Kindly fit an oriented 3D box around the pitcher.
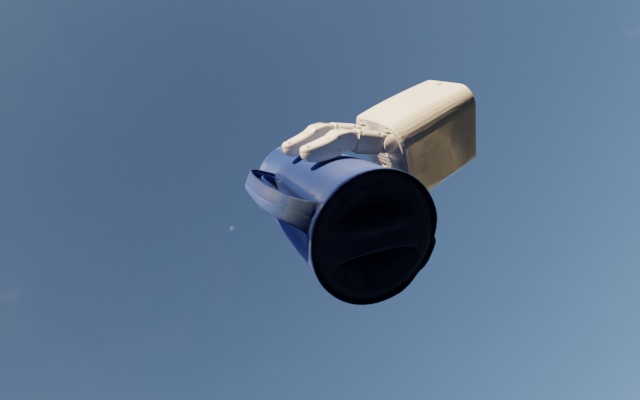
[{"bbox_3d":[0.000,0.002,0.535,0.145,0.149,0.242,-30,25,-13],"label":"pitcher"}]
